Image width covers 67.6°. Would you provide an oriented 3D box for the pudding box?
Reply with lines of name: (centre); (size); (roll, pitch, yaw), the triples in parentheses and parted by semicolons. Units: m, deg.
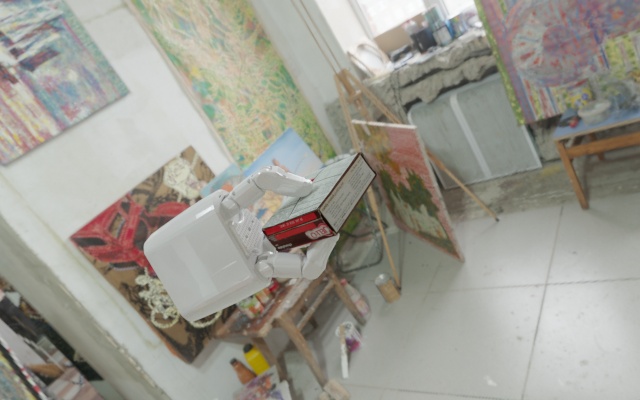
pudding box: (0.000, 0.002, 0.520); (0.090, 0.039, 0.113); (-19, 26, 42)
